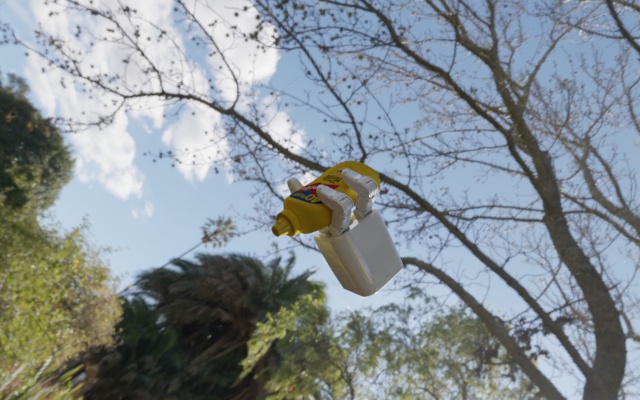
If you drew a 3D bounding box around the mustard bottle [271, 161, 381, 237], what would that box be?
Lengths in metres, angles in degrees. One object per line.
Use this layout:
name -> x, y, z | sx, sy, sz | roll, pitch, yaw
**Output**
mustard bottle -> 0.000, 0.002, 0.743 | 0.096, 0.058, 0.191 | 18, 41, 42
